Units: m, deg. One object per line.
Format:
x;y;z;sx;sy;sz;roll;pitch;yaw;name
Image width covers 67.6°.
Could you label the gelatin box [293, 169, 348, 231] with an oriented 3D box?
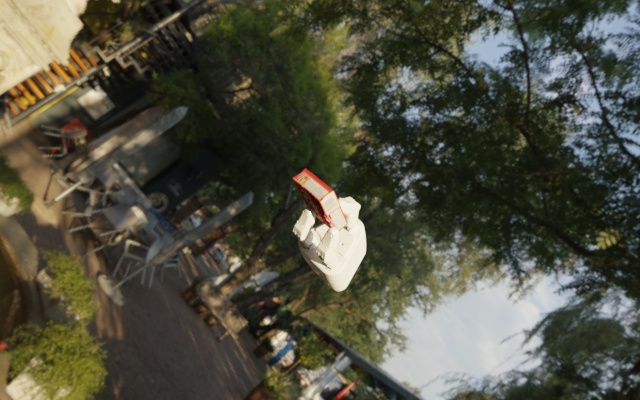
0.000;0.002;0.745;0.073;0.030;0.089;41;-16;39;gelatin box
